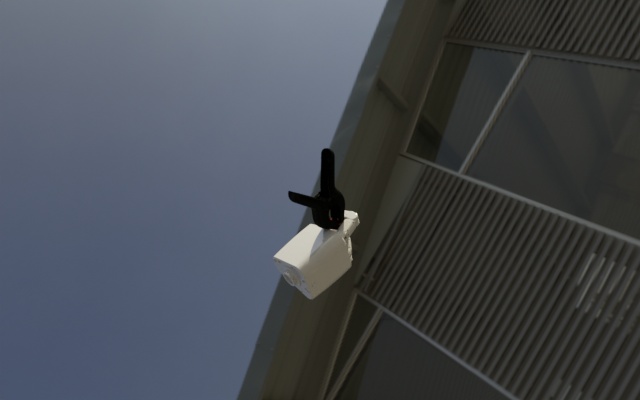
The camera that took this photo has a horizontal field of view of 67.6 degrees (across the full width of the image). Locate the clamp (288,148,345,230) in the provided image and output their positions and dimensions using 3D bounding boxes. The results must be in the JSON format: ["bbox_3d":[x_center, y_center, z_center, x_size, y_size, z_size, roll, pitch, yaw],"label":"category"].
[{"bbox_3d":[0.000,0.003,0.872,0.039,0.172,0.120,24,55,42],"label":"clamp"}]
